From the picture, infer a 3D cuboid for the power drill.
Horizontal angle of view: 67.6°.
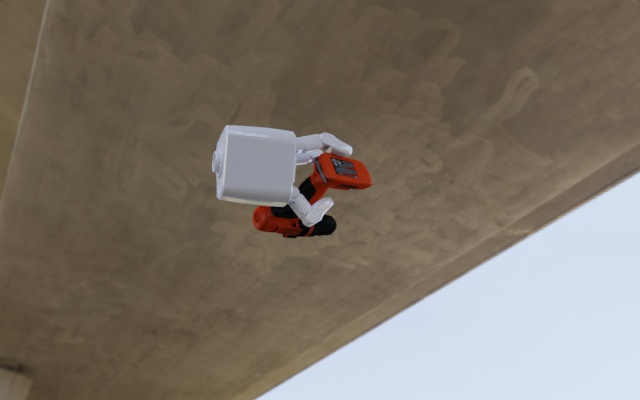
[{"bbox_3d":[0.000,0.002,0.829,0.184,0.057,0.188,7,-40,-43],"label":"power drill"}]
